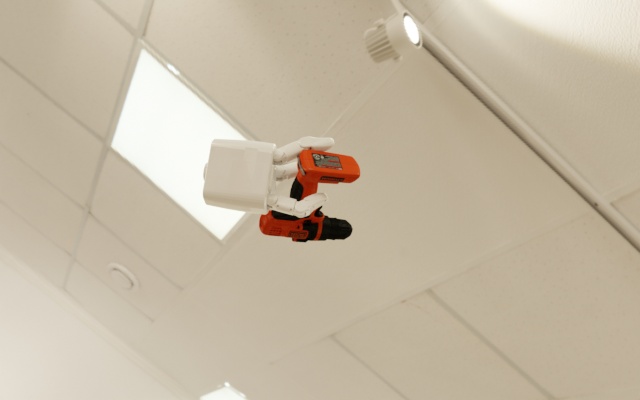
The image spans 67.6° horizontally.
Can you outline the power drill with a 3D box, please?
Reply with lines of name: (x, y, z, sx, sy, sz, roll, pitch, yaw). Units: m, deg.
power drill: (0.000, 0.002, 0.848, 0.184, 0.188, 0.057, 5, 43, -25)
